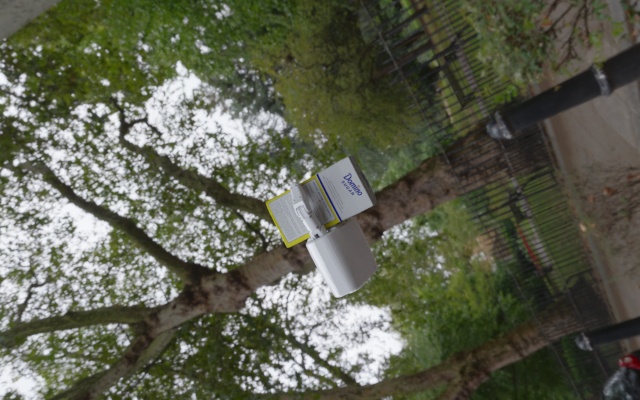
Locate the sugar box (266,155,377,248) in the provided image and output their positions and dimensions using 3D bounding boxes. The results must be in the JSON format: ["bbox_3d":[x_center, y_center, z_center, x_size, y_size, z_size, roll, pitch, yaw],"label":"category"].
[{"bbox_3d":[0.000,0.003,0.825,0.176,0.093,0.048,-27,-1,19],"label":"sugar box"}]
